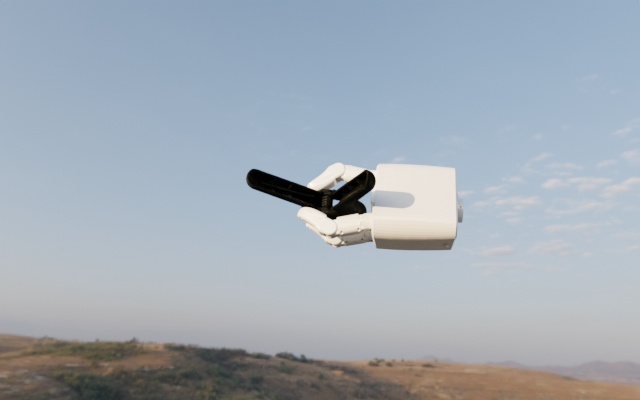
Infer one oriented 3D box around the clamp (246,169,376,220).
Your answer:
[{"bbox_3d":[0.001,0.002,0.659,0.164,0.036,0.210,5,-18,12],"label":"clamp"}]
